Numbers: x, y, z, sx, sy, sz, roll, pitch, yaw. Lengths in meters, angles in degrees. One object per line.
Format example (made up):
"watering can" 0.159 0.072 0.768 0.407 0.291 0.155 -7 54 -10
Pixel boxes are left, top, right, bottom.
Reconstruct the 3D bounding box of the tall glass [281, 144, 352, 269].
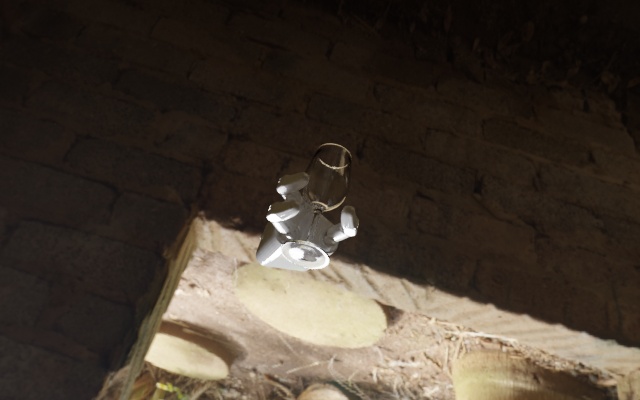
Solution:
"tall glass" 0.000 0.003 0.751 0.079 0.201 0.079 11 -36 8
